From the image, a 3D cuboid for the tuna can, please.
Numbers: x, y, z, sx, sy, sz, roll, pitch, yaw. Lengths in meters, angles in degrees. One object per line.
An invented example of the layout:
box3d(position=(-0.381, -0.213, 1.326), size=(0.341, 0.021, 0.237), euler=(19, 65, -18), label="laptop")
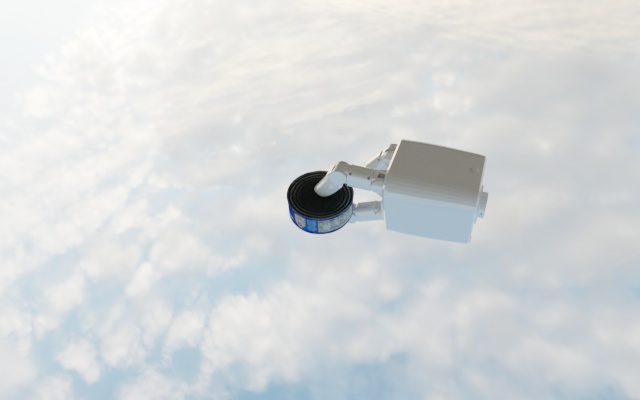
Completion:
box3d(position=(0.000, 0.002, 0.617), size=(0.086, 0.086, 0.034), euler=(0, -44, 3), label="tuna can")
